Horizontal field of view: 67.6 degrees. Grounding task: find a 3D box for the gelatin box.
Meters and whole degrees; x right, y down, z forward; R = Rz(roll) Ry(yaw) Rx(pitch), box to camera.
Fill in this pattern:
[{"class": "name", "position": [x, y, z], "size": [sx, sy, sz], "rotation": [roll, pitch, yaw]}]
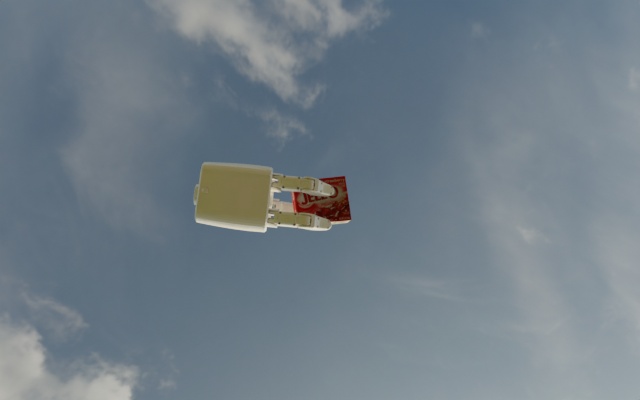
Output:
[{"class": "gelatin box", "position": [0.000, 0.003, 0.763], "size": [0.089, 0.073, 0.030], "rotation": [-6, -10, -12]}]
